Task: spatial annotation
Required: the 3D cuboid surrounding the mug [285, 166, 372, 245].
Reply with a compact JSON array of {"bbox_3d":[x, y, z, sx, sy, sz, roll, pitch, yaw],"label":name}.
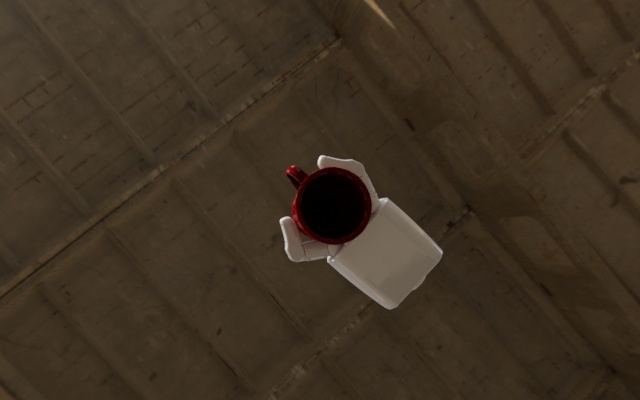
[{"bbox_3d":[-0.001,0.001,0.604,0.117,0.093,0.081,42,-11,-4],"label":"mug"}]
